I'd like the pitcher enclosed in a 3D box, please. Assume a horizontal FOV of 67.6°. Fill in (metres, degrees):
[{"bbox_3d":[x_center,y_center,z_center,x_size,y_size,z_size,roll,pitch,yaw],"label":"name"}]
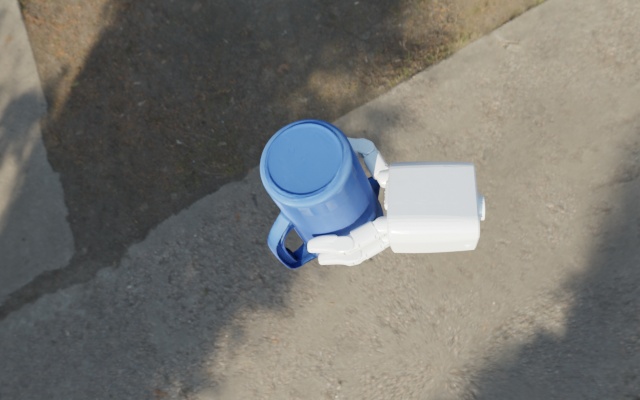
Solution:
[{"bbox_3d":[0.000,0.002,0.633,0.145,0.149,0.243,-2,-19,13],"label":"pitcher"}]
